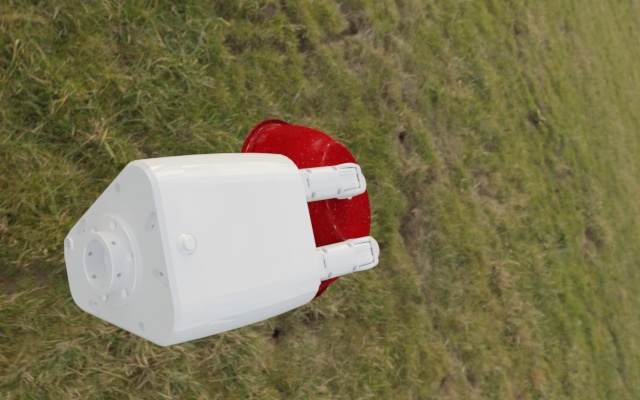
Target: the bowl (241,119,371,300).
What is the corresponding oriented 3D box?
[{"bbox_3d":[0.001,0.001,0.410,0.055,0.162,0.162,-14,-6,26],"label":"bowl"}]
